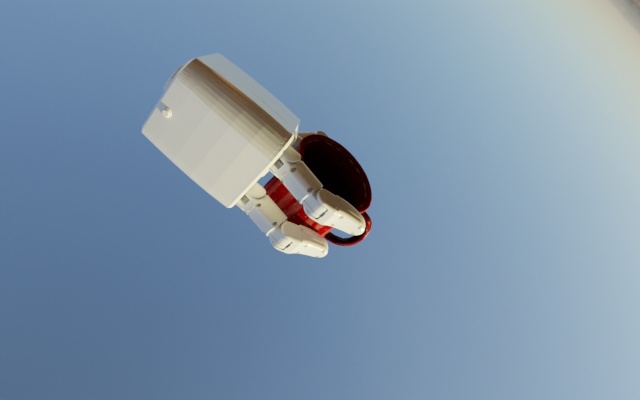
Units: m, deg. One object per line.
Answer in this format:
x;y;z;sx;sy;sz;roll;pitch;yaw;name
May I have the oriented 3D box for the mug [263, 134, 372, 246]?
0.001;0.003;0.490;0.081;0.117;0.093;-40;13;35;mug
